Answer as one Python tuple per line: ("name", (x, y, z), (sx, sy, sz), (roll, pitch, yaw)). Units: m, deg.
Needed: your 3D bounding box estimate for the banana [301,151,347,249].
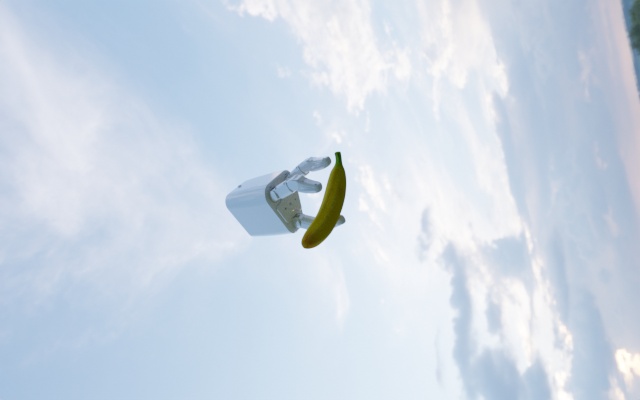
("banana", (0.010, 0.011, 0.812), (0.037, 0.197, 0.070), (-5, -40, 31))
